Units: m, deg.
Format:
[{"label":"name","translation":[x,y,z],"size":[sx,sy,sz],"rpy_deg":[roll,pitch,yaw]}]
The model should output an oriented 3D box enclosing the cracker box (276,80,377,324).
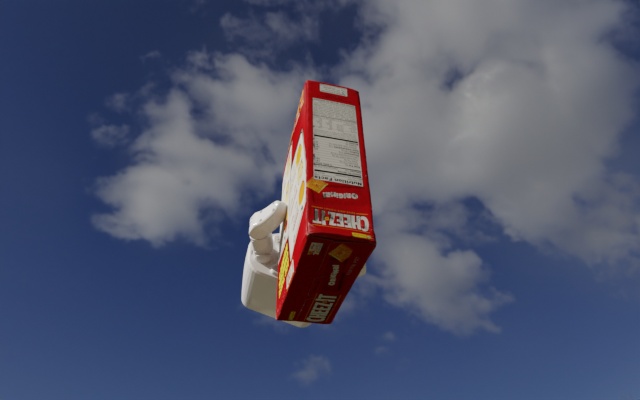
[{"label":"cracker box","translation":[0.000,0.002,0.525],"size":[0.072,0.213,0.164],"rpy_deg":[7,-40,-11]}]
